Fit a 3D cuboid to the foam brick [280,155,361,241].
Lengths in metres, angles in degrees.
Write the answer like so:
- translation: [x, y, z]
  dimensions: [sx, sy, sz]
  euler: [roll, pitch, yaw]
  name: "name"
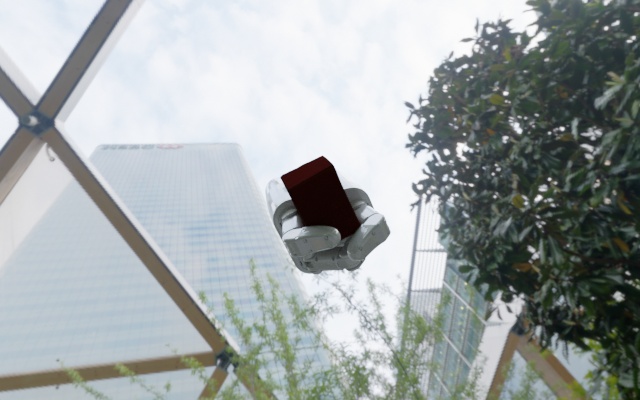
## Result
- translation: [0.000, 0.001, 0.493]
  dimensions: [0.053, 0.078, 0.051]
  euler: [-26, 23, -3]
  name: "foam brick"
